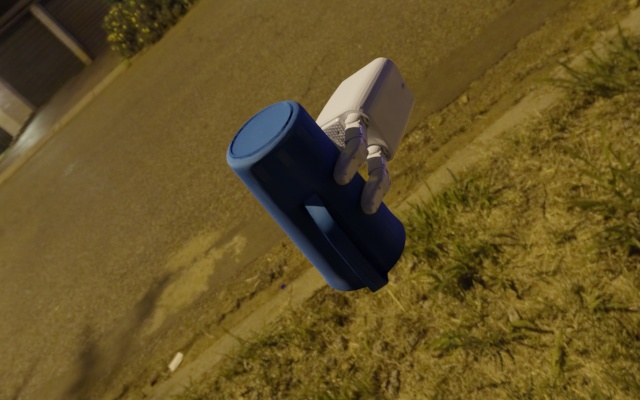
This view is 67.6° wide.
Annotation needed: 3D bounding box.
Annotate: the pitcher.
[{"bbox_3d":[0.000,0.002,0.595,0.149,0.145,0.243,-4,-42,43],"label":"pitcher"}]
